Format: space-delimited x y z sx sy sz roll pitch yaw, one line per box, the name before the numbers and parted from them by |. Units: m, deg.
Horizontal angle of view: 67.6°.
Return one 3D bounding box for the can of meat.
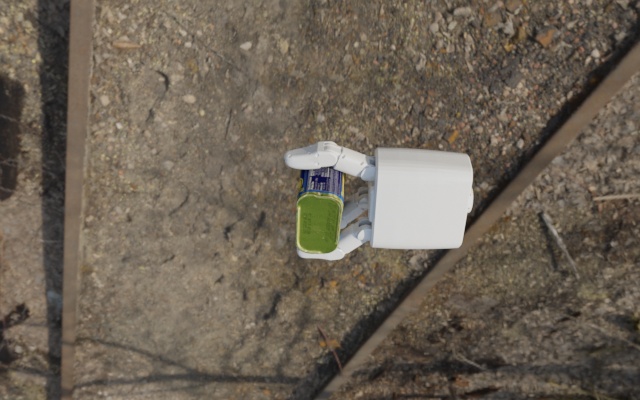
can of meat | 0.000 0.002 0.568 0.057 0.102 0.083 4 43 1
